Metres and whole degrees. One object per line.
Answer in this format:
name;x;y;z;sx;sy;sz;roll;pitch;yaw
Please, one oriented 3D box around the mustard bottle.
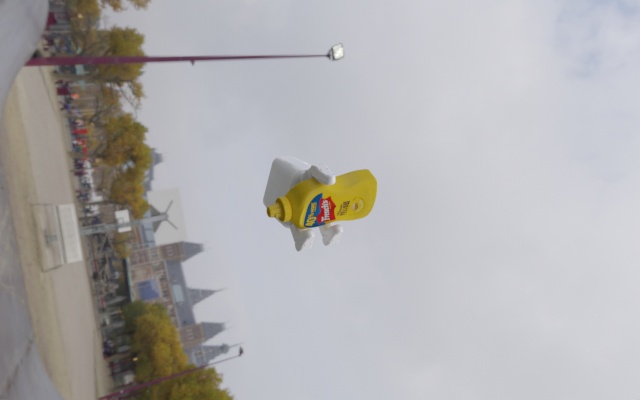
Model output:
mustard bottle;0.001;0.003;0.812;0.191;0.096;0.058;-10;47;-25
